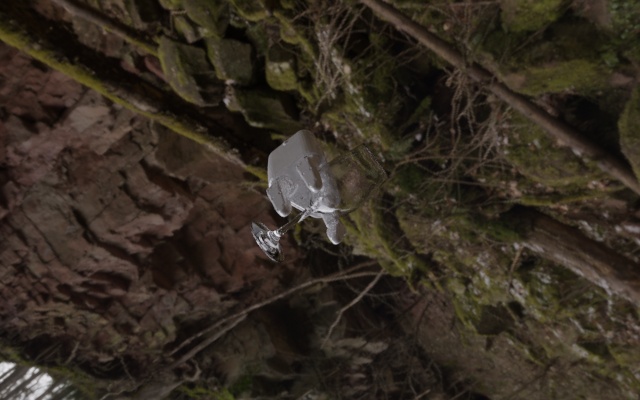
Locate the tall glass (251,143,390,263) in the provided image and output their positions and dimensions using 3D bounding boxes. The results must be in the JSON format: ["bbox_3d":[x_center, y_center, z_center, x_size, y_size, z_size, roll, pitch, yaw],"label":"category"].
[{"bbox_3d":[0.000,0.003,0.685,0.201,0.079,0.079,-37,-8,11],"label":"tall glass"}]
